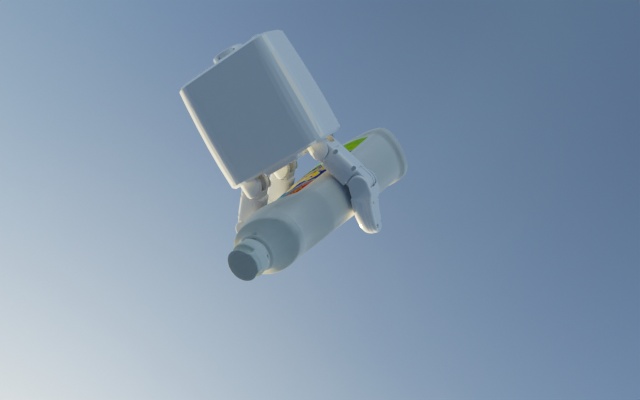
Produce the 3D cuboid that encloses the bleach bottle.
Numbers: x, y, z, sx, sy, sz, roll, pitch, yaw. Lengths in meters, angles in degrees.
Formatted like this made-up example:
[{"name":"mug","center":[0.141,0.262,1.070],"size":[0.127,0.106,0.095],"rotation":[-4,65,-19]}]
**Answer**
[{"name":"bleach bottle","center":[0.000,0.002,0.472],"size":[0.102,0.068,0.250],"rotation":[-24,10,34]}]
